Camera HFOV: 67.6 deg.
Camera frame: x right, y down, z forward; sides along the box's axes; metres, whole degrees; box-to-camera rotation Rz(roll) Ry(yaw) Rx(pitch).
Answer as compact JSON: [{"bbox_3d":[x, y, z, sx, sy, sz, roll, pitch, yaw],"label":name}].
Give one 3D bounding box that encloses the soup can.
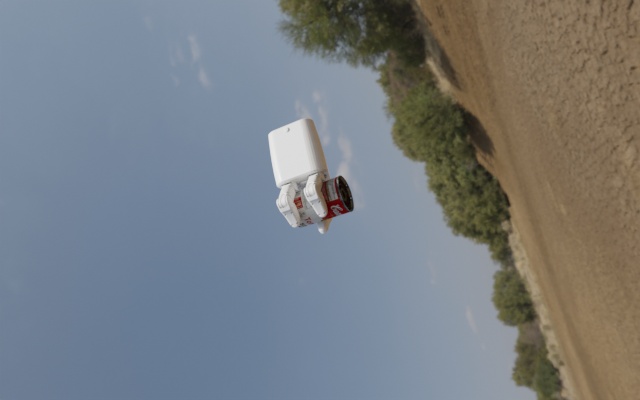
[{"bbox_3d":[0.000,0.003,0.859,0.102,0.068,0.068,-19,-6,19],"label":"soup can"}]
